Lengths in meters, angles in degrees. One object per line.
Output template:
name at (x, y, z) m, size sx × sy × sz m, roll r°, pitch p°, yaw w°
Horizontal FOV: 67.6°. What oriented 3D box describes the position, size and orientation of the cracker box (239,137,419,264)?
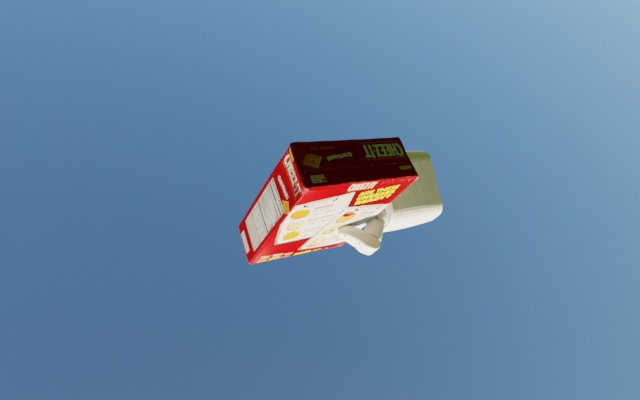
cracker box at (0.000, 0.002, 0.641) m, size 0.164 × 0.072 × 0.214 m, roll -8°, pitch -25°, yaw -31°
